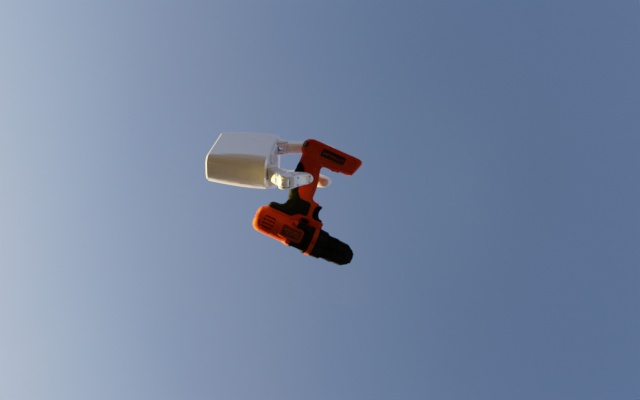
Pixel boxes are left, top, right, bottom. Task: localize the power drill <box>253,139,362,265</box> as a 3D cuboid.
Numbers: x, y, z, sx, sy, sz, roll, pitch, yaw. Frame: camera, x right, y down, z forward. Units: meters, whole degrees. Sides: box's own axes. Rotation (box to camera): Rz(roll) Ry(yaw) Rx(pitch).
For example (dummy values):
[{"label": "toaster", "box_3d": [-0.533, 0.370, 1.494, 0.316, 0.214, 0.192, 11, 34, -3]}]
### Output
[{"label": "power drill", "box_3d": [0.000, 0.002, 0.822, 0.184, 0.187, 0.057, 24, 0, -8]}]
